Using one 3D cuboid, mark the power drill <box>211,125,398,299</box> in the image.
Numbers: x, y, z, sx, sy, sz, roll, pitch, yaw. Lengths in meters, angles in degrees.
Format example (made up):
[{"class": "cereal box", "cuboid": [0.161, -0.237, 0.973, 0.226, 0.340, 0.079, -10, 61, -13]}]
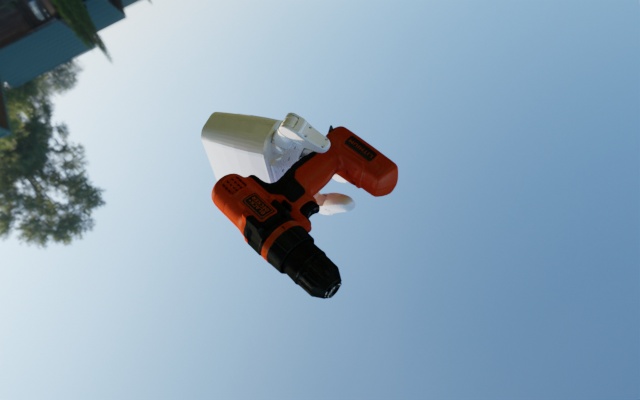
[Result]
[{"class": "power drill", "cuboid": [0.000, 0.001, 0.536, 0.187, 0.057, 0.184, -34, 62, -30]}]
